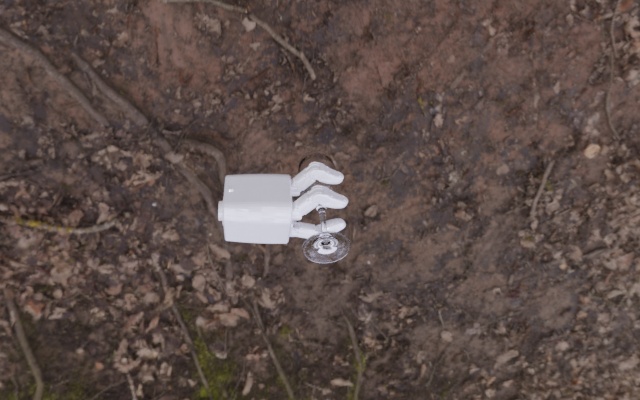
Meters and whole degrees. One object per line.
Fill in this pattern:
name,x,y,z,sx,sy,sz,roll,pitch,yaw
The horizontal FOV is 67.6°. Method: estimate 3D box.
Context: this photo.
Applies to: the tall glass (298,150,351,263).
tall glass,0.000,0.003,0.796,0.079,0.079,0.200,-3,45,-3
